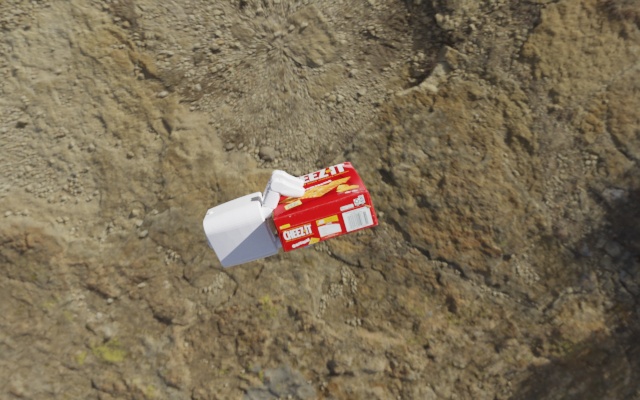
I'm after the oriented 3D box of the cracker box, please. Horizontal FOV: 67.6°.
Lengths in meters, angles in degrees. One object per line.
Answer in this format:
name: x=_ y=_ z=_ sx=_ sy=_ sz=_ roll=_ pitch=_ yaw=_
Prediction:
cracker box: x=0.000 y=0.003 z=0.872 sx=0.164 sy=0.072 sz=0.213 roll=-17 pitch=18 yaw=1
